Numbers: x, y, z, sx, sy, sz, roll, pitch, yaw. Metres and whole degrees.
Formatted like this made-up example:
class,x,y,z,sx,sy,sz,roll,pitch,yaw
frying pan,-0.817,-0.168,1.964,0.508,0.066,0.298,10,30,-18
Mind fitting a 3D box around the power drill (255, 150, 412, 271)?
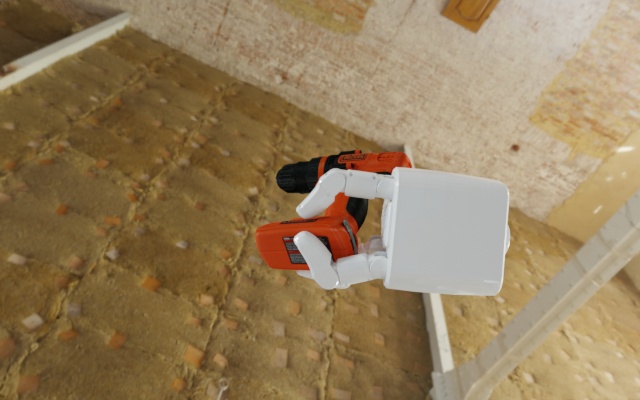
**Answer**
class,x,y,z,sx,sy,sz,roll,pitch,yaw
power drill,0.000,0.002,0.554,0.184,0.057,0.187,-4,31,27
